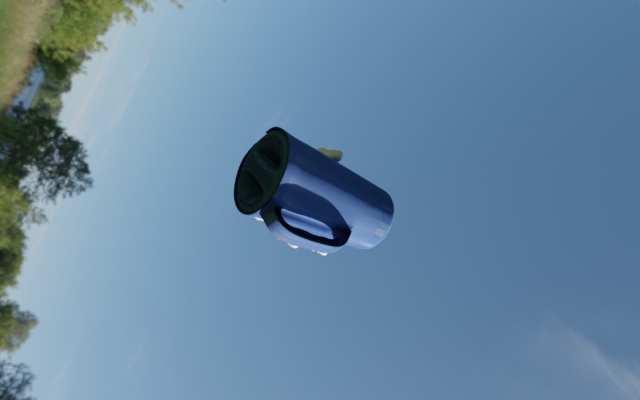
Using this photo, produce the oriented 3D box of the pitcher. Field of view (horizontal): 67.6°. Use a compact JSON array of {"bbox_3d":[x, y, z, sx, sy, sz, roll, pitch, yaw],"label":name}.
[{"bbox_3d":[0.000,0.002,0.734,0.243,0.149,0.145,24,-6,-35],"label":"pitcher"}]
